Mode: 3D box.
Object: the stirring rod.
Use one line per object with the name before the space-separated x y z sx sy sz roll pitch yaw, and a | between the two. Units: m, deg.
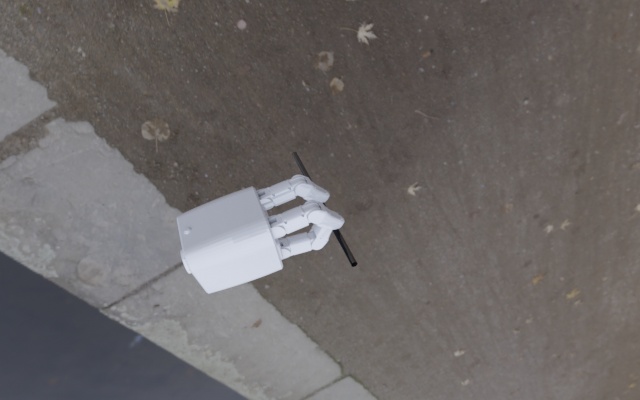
stirring rod | 0.000 0.002 0.653 0.011 0.011 0.239 0 38 -25
